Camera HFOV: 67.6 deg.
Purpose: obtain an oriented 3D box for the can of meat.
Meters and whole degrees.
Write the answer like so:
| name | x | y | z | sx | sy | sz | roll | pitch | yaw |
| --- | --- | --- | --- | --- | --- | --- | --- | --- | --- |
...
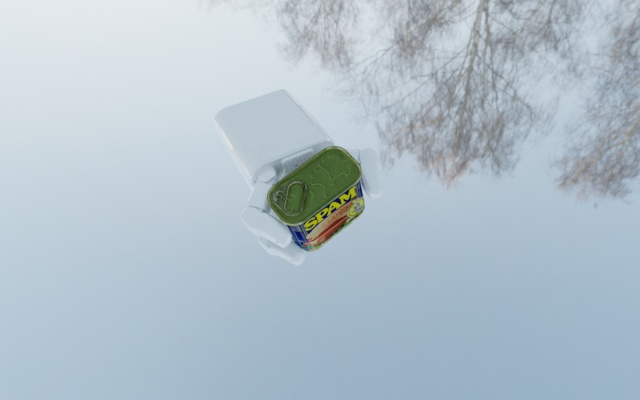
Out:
| name | x | y | z | sx | sy | sz | roll | pitch | yaw |
| --- | --- | --- | --- | --- | --- | --- | --- | --- | --- |
| can of meat | 0.000 | 0.002 | 0.532 | 0.102 | 0.057 | 0.084 | -37 | -28 | -9 |
